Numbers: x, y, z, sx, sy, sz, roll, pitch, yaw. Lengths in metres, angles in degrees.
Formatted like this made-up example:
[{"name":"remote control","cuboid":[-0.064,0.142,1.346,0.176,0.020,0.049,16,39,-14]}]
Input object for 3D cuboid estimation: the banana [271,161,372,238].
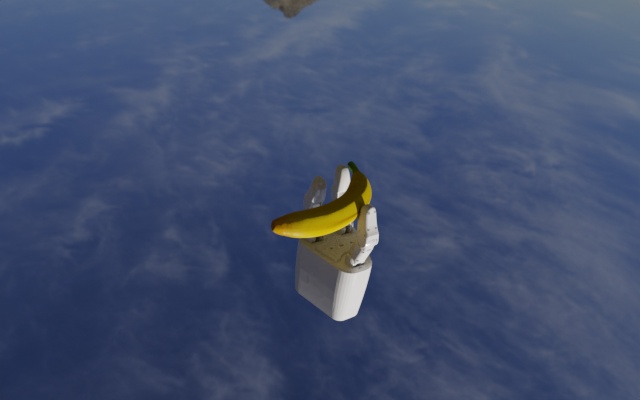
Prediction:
[{"name":"banana","cuboid":[0.017,0.008,0.640,0.069,0.037,0.197,26,38,23]}]
